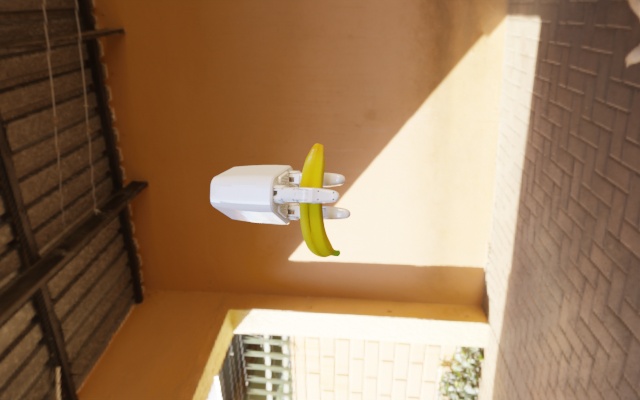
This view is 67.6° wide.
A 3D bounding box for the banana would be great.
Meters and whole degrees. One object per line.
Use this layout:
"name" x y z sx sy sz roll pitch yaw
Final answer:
"banana" -0.007 0.013 0.752 0.037 0.198 0.069 3 23 26
